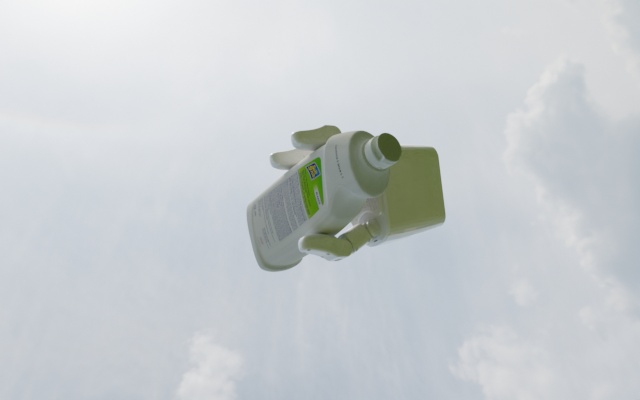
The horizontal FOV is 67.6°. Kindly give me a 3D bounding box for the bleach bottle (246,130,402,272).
[{"bbox_3d":[0.000,0.002,0.528,0.068,0.102,0.251,-7,-16,-35],"label":"bleach bottle"}]
